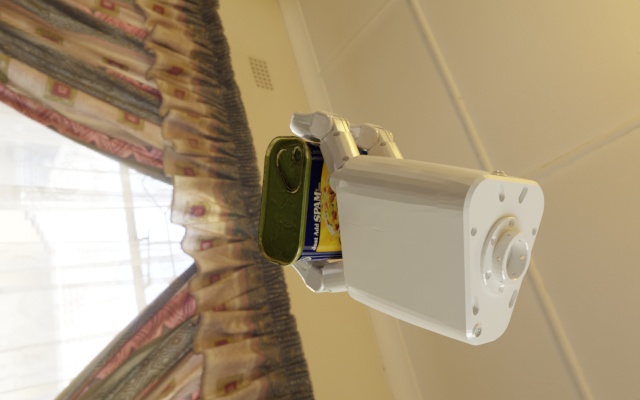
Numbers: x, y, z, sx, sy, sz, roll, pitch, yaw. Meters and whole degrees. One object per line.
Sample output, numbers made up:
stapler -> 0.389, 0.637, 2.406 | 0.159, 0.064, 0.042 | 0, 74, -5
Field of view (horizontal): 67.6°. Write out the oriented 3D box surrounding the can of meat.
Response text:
can of meat -> 0.000, 0.001, 0.404 | 0.084, 0.102, 0.057 | 3, 3, -40
